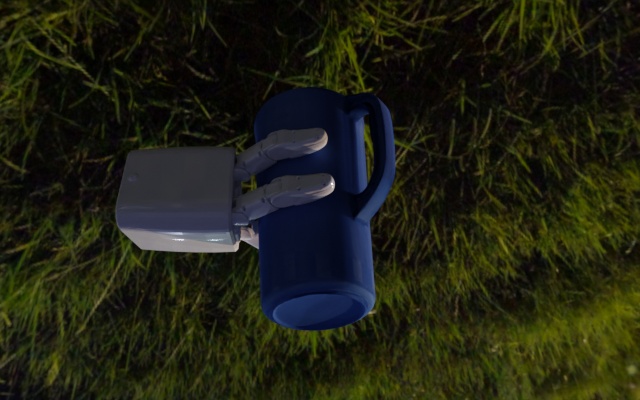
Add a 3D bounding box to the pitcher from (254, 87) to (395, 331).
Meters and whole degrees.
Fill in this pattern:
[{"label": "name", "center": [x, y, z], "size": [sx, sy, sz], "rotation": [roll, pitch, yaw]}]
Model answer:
[{"label": "pitcher", "center": [0.000, 0.002, 0.506], "size": [0.145, 0.242, 0.149], "rotation": [1, -35, -6]}]
